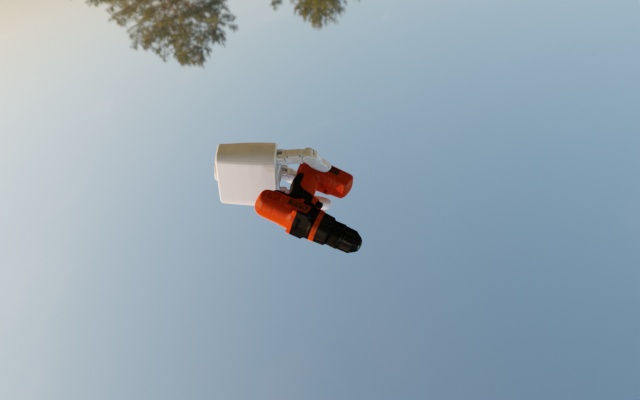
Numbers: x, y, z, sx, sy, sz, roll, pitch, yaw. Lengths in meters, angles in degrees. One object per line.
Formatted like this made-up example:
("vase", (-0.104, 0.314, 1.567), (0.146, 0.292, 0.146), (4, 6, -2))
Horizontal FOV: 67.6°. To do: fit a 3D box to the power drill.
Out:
("power drill", (0.000, 0.002, 0.826), (0.184, 0.057, 0.187), (26, 32, 3))
